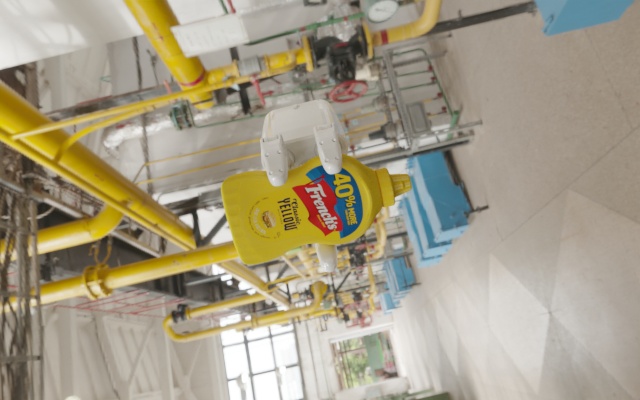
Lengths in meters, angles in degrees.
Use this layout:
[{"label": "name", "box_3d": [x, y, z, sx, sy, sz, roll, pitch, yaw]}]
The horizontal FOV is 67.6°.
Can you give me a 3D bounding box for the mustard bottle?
[{"label": "mustard bottle", "box_3d": [0.000, 0.002, 0.502, 0.191, 0.096, 0.058, -13, 11, 2]}]
